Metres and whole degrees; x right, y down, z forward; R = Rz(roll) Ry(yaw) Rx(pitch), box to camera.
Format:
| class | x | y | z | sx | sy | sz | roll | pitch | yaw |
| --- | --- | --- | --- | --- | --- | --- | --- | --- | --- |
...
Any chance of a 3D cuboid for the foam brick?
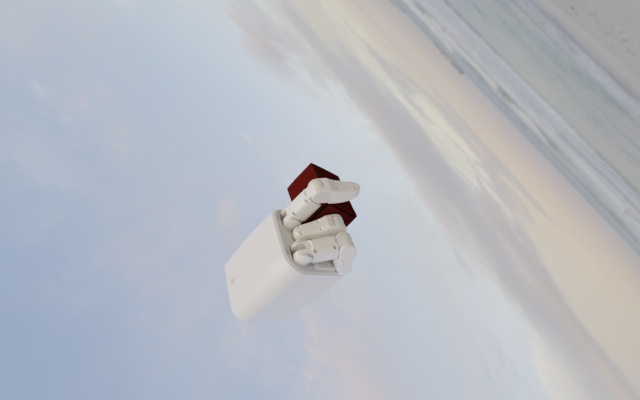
| class | x | y | z | sx | sy | sz | roll | pitch | yaw |
| --- | --- | --- | --- | --- | --- | --- | --- | --- | --- |
| foam brick | 0.000 | 0.002 | 0.594 | 0.053 | 0.078 | 0.051 | 26 | -61 | -37 |
